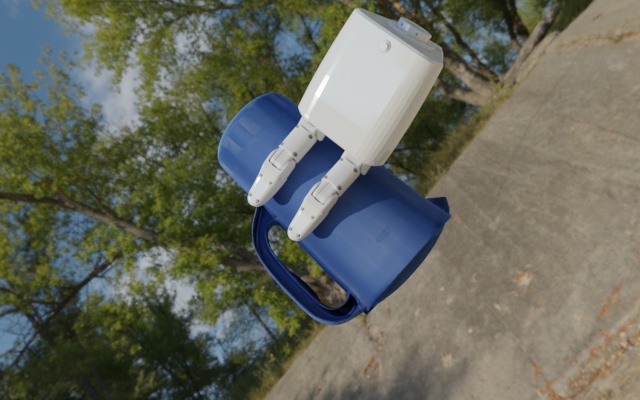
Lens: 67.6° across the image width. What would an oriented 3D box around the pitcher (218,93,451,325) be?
[{"bbox_3d":[0.000,0.002,0.511,0.243,0.145,0.149,40,30,15],"label":"pitcher"}]
